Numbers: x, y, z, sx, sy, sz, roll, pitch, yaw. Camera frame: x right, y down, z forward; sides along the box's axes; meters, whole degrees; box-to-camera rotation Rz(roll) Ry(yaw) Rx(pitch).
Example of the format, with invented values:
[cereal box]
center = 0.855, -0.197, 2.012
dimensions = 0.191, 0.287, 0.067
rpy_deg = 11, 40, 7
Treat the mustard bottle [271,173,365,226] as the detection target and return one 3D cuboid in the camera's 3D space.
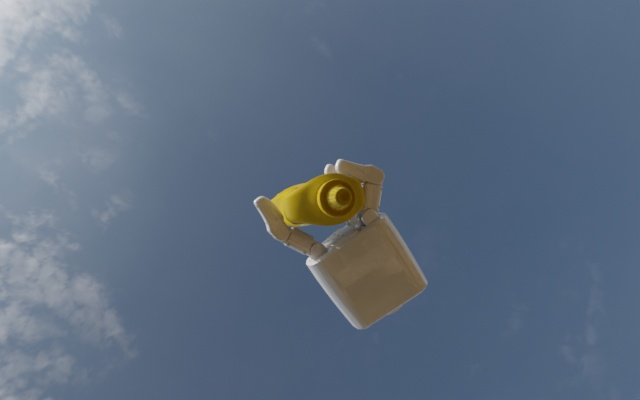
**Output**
[mustard bottle]
center = 0.000, 0.002, 0.575
dimensions = 0.096, 0.058, 0.191
rpy_deg = -10, 0, -15
